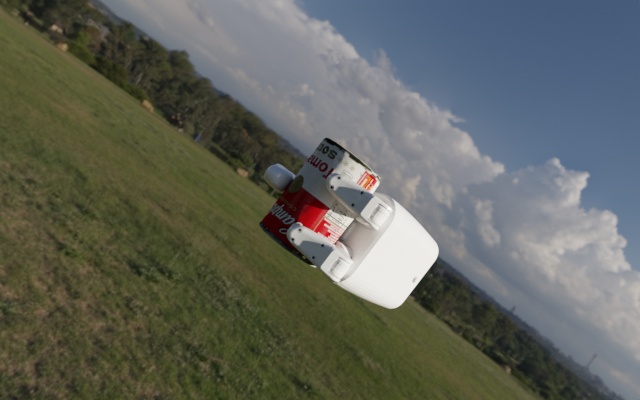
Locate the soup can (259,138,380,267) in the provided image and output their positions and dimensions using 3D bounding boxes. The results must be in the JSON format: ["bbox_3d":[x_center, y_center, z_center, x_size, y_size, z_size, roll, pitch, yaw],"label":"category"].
[{"bbox_3d":[0.000,0.001,0.445,0.068,0.102,0.068,37,1,-1],"label":"soup can"}]
